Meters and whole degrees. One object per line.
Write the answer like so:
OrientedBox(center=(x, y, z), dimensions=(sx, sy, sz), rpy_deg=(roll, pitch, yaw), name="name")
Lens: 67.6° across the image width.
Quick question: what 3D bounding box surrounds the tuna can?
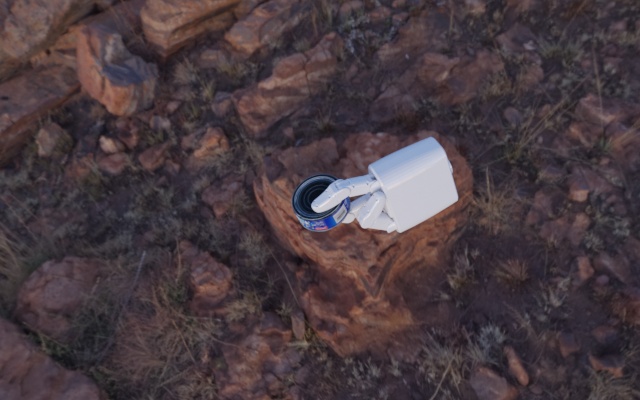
OrientedBox(center=(0.000, 0.002, 0.724), dimensions=(0.086, 0.086, 0.034), rpy_deg=(0, -33, 21), name="tuna can")
